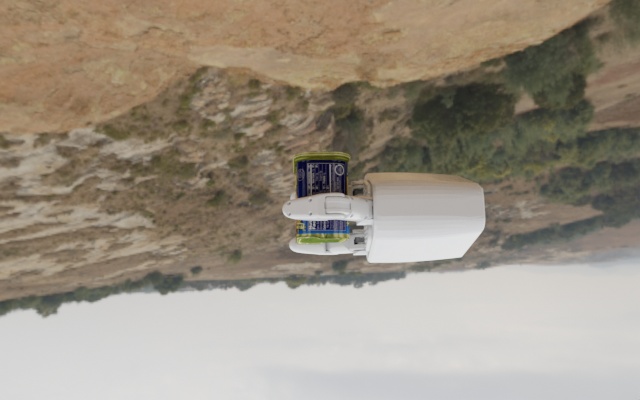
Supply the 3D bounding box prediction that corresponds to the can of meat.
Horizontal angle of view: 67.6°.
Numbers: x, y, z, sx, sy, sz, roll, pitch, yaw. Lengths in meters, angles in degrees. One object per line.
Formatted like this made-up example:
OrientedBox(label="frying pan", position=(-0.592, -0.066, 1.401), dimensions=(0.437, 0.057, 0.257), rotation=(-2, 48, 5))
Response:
OrientedBox(label="can of meat", position=(0.000, 0.002, 0.498), dimensions=(0.057, 0.084, 0.102), rotation=(-1, -8, -3))
